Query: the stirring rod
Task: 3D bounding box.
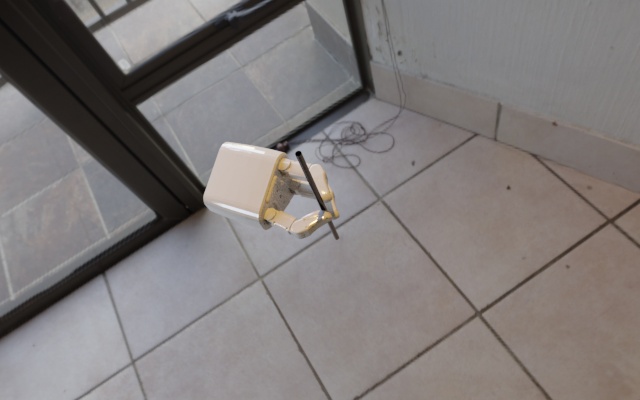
[{"bbox_3d":[0.000,0.002,0.666,0.011,0.011,0.240,0,-29,14],"label":"stirring rod"}]
